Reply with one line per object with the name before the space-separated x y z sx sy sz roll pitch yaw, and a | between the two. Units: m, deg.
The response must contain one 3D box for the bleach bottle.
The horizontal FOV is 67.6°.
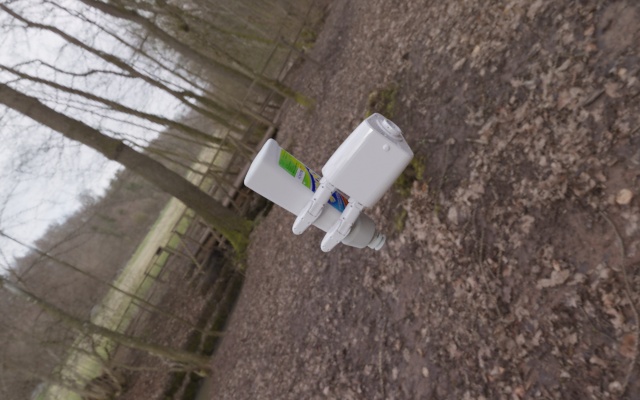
bleach bottle | 0.000 0.003 0.790 0.251 0.068 0.102 33 25 -14
